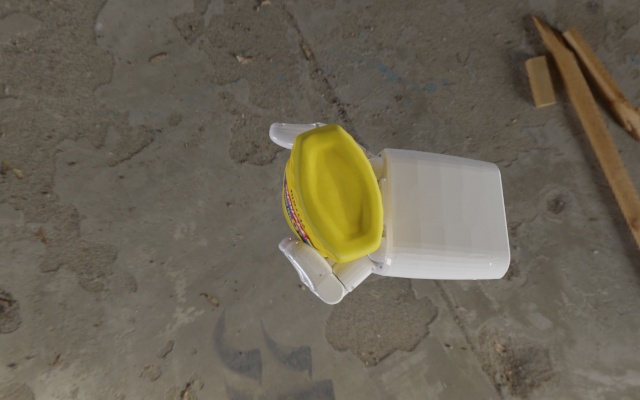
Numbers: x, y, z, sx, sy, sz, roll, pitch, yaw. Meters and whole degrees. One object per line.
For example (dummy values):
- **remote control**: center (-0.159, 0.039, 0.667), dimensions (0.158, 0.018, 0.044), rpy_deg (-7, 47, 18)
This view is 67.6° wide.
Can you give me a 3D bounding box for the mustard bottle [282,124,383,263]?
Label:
- **mustard bottle**: center (0.000, 0.001, 0.417), dimensions (0.058, 0.096, 0.191), rpy_deg (-21, -2, -9)
